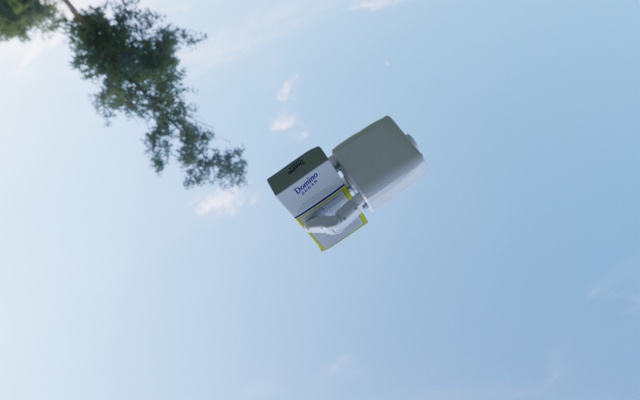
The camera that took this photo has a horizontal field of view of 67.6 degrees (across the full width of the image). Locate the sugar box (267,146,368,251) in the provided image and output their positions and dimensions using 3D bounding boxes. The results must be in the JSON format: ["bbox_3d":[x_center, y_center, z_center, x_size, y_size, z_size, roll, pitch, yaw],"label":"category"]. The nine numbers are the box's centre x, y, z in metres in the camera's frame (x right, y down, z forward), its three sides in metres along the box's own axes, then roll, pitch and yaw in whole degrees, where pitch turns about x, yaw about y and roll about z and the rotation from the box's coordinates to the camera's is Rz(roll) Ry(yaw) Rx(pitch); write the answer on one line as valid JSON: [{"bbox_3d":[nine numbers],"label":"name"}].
[{"bbox_3d":[0.000,0.002,0.736,0.093,0.048,0.176,-34,-44,1],"label":"sugar box"}]
